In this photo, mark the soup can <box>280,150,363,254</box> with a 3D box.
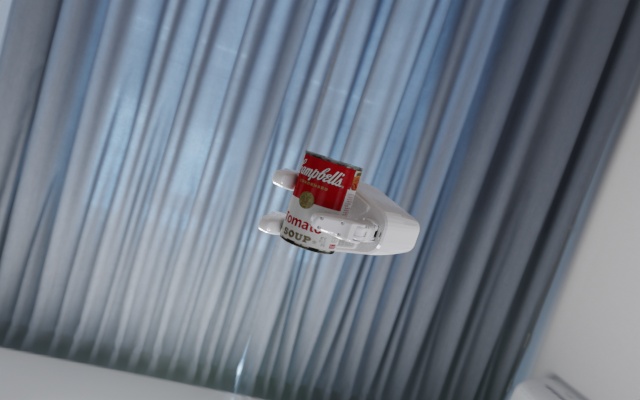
[{"bbox_3d":[0.000,0.002,0.539,0.068,0.102,0.068,18,6,-2],"label":"soup can"}]
